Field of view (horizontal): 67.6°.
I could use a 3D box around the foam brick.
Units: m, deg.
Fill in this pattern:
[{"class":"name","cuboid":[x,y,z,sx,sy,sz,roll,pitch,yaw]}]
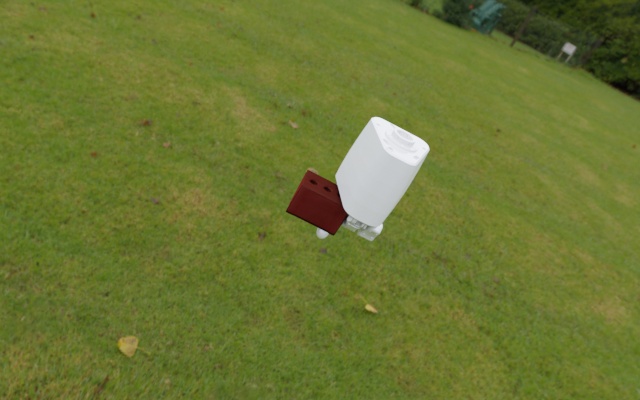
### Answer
[{"class":"foam brick","cuboid":[0.000,0.002,0.680,0.078,0.051,0.053,26,31,-6]}]
